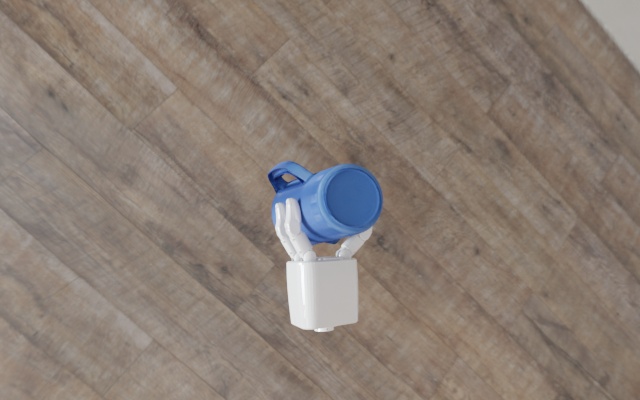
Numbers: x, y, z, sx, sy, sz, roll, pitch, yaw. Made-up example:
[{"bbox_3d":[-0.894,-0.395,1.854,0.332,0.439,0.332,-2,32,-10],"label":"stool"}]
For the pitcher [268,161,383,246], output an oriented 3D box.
[{"bbox_3d":[0.000,0.003,0.815,0.149,0.145,0.243,2,-7,-19],"label":"pitcher"}]
